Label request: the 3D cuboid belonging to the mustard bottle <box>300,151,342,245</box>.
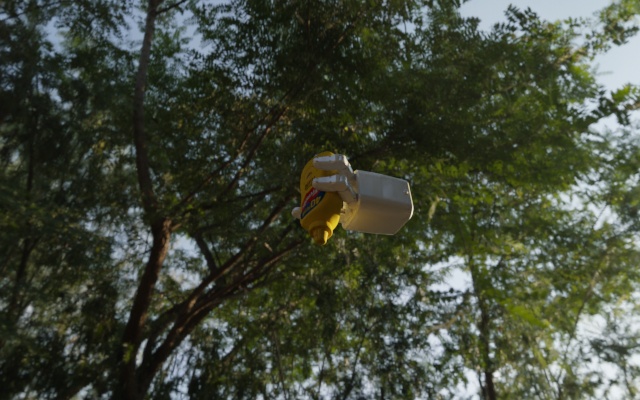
[{"bbox_3d":[0.000,0.003,0.875,0.058,0.191,0.096,28,-51,-27],"label":"mustard bottle"}]
